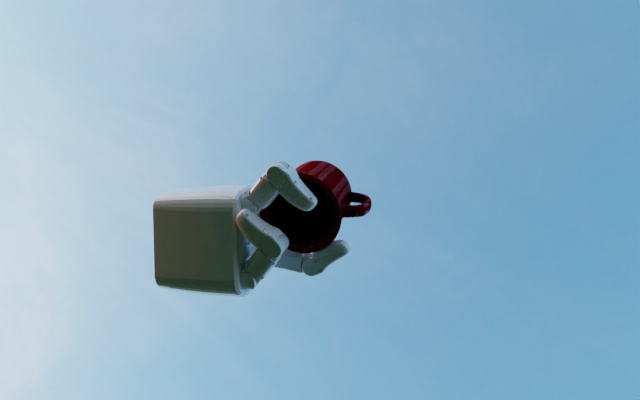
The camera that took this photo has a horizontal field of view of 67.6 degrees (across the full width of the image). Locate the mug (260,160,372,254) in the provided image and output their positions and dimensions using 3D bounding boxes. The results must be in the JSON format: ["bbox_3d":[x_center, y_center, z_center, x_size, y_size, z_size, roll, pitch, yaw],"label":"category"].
[{"bbox_3d":[0.002,0.002,0.542,0.117,0.093,0.081,0,18,18],"label":"mug"}]
